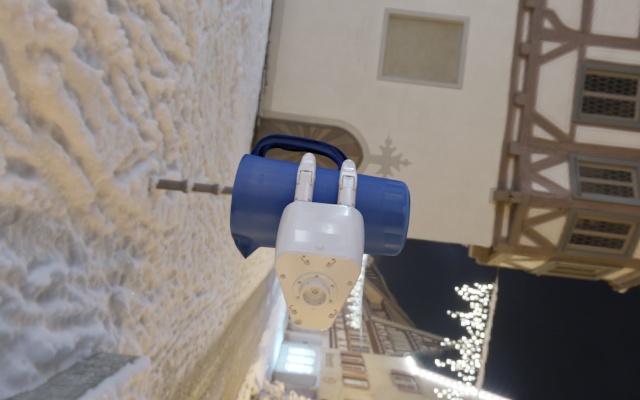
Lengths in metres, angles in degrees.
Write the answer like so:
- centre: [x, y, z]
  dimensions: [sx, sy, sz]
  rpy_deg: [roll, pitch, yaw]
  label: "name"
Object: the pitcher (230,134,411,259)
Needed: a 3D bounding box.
- centre: [0.000, 0.002, 0.685]
  dimensions: [0.243, 0.149, 0.145]
  rpy_deg: [7, 26, 1]
  label: "pitcher"
